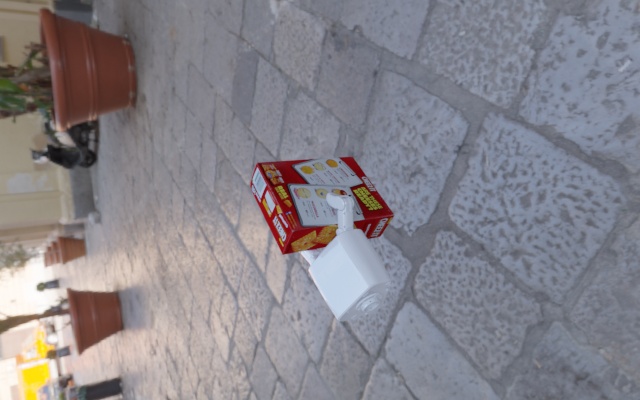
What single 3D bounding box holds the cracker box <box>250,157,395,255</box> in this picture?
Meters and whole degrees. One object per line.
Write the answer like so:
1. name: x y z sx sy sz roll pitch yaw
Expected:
1. cracker box: 0.000 0.003 0.868 0.213 0.164 0.072 -7 -40 -33
